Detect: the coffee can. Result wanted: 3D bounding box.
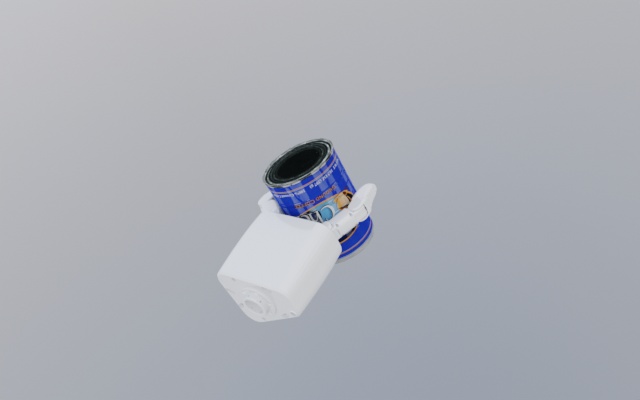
[{"bbox_3d":[0.000,0.002,0.649,0.103,0.140,0.102,-22,30,14],"label":"coffee can"}]
